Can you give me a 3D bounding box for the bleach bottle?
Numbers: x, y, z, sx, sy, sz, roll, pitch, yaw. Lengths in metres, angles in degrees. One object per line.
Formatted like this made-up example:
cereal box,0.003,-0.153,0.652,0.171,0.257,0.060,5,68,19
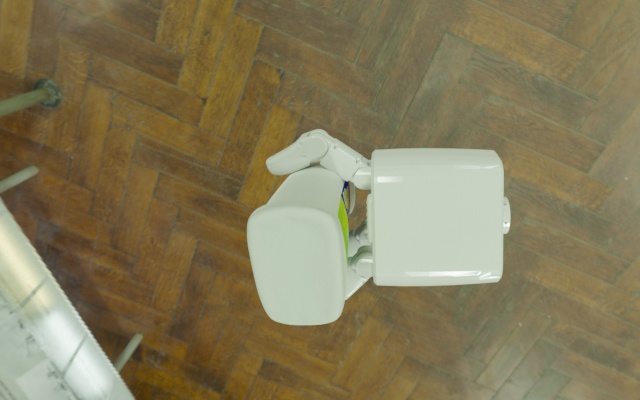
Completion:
bleach bottle,0.000,0.002,0.448,0.068,0.103,0.250,-2,23,9
